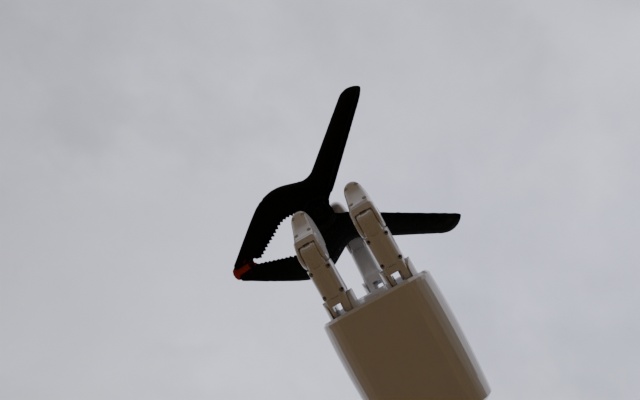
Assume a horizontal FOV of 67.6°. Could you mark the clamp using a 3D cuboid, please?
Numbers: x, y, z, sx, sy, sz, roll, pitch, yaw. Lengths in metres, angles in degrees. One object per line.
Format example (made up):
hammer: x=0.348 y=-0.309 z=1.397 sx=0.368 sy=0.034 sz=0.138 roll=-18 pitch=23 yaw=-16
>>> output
clamp: x=0.000 y=0.002 z=0.454 sx=0.210 sy=0.164 sz=0.036 roll=-30 pitch=-12 yaw=8
